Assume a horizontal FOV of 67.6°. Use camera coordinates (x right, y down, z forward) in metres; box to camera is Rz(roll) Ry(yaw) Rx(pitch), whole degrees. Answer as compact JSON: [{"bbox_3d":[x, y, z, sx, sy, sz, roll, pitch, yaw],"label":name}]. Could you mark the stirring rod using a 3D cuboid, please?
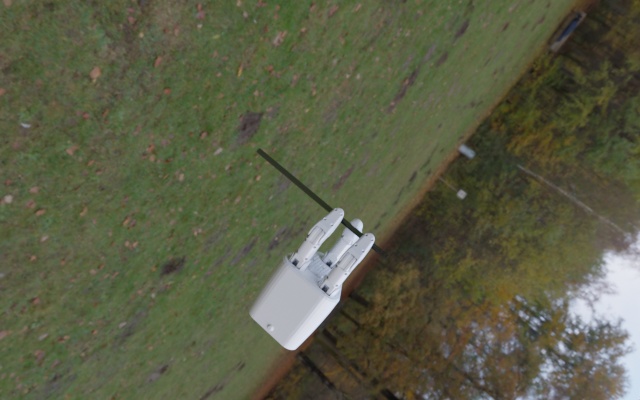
[{"bbox_3d":[0.000,0.002,0.674,0.239,0.011,0.011,40,9,11],"label":"stirring rod"}]
